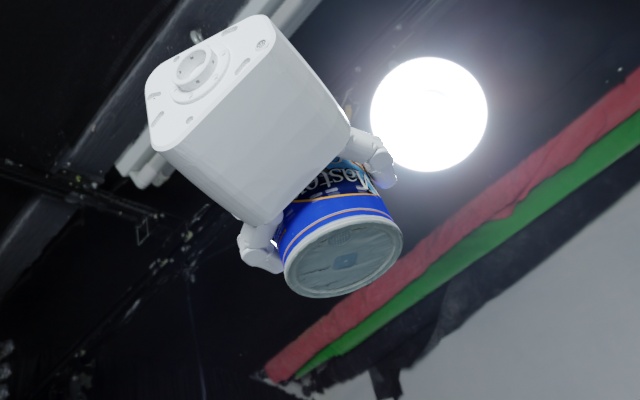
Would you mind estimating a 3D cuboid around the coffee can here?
[{"bbox_3d":[0.000,0.002,0.435,0.103,0.140,0.103,-13,-40,-12],"label":"coffee can"}]
